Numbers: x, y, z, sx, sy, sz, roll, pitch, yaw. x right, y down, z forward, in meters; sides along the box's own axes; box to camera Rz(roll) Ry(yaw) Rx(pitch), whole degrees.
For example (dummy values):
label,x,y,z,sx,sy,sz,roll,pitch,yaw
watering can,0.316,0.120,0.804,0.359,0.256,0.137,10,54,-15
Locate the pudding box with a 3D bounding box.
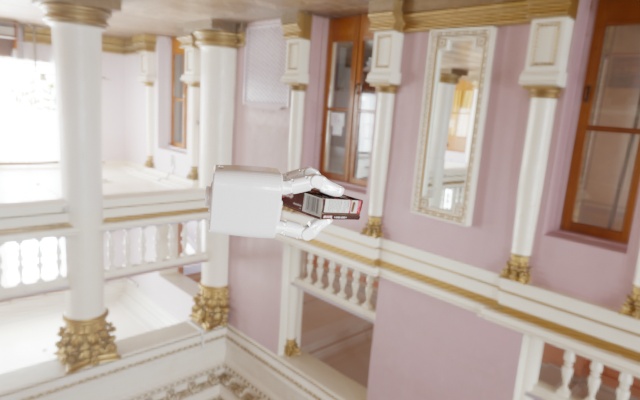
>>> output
label,x,y,z,sx,sy,sz,roll,pitch,yaw
pudding box,0.000,0.003,0.801,0.090,0.039,0.113,2,13,-41
